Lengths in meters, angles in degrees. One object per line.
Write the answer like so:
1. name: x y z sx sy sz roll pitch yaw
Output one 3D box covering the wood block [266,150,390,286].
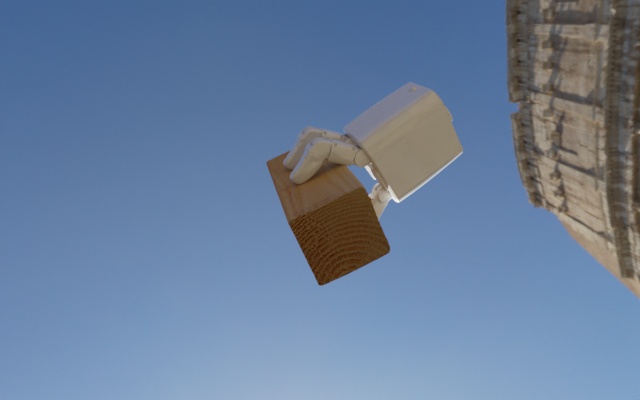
1. wood block: 0.001 0.002 0.595 0.090 0.091 0.206 -26 25 -2
